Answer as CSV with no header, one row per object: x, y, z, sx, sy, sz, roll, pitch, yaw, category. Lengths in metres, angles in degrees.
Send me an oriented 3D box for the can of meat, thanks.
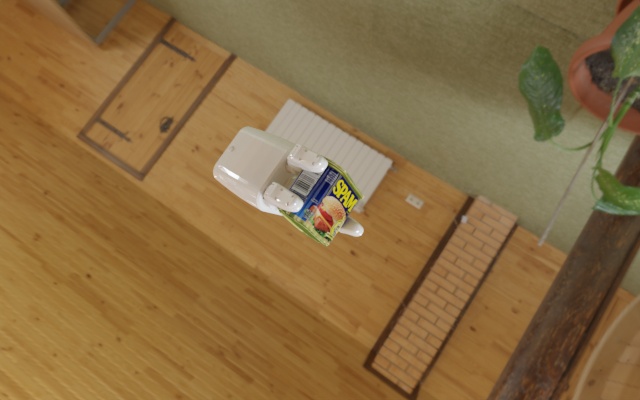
0.000,0.002,0.604,0.057,0.084,0.102,30,-10,31,can of meat
